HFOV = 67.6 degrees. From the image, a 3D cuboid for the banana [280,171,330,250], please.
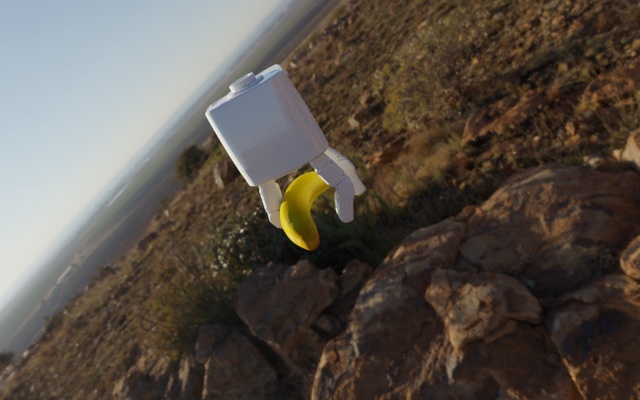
[{"bbox_3d":[-0.017,0.003,0.605,0.069,0.037,0.197,-8,26,18],"label":"banana"}]
